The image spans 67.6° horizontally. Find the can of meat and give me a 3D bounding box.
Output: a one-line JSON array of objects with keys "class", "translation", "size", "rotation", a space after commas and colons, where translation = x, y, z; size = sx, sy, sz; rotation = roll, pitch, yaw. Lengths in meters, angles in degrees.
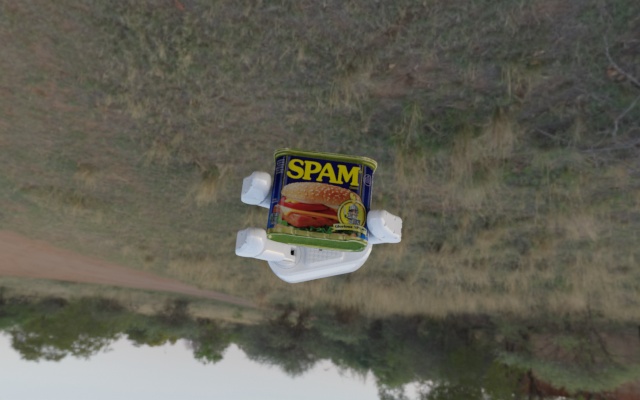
[{"class": "can of meat", "translation": [0.000, 0.002, 0.465], "size": [0.102, 0.084, 0.057], "rotation": [7, -16, -2]}]
